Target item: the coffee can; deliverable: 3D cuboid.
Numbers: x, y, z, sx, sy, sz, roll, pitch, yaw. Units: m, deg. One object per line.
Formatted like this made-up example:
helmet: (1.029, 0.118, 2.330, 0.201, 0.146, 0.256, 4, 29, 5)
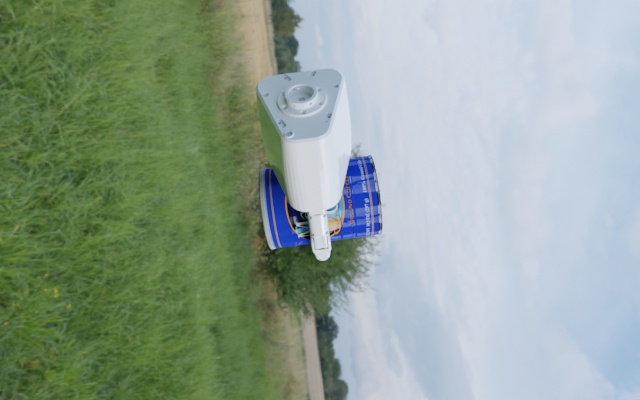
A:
coffee can: (0.000, 0.002, 0.604, 0.140, 0.103, 0.103, -7, 0, 0)
